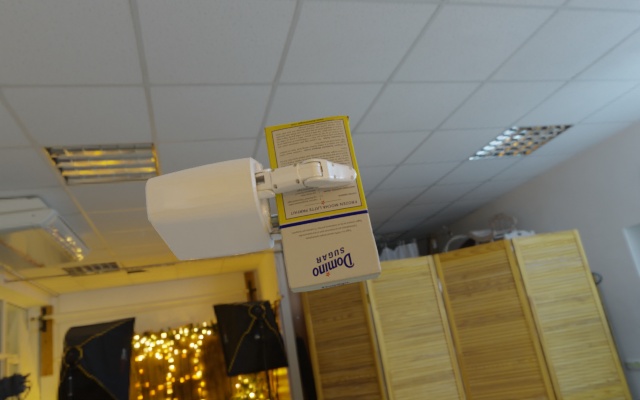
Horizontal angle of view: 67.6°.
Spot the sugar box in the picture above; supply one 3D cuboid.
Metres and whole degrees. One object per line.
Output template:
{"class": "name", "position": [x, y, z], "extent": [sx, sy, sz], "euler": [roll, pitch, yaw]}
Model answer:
{"class": "sugar box", "position": [0.000, 0.002, 0.503], "extent": [0.093, 0.176, 0.048], "euler": [-10, -16, -1]}
